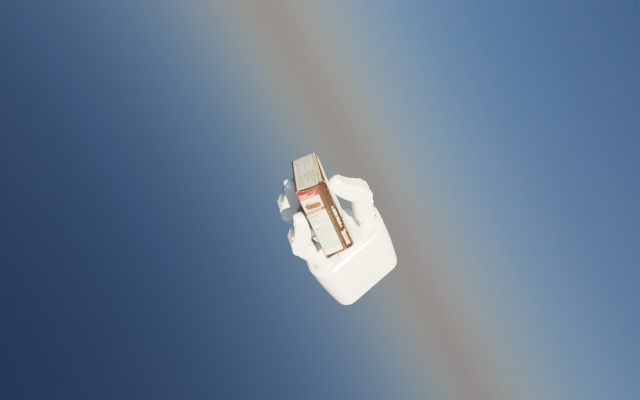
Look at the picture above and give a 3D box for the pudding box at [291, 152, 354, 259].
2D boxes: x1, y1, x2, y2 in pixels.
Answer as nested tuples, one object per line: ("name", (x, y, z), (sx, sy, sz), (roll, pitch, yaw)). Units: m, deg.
("pudding box", (0.000, 0.002, 0.566), (0.039, 0.090, 0.113), (-25, 22, 2))
